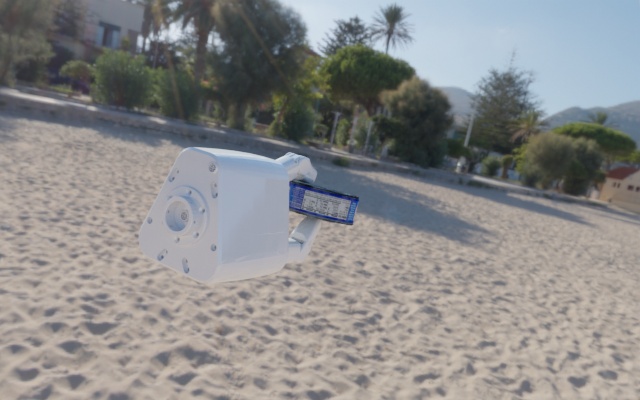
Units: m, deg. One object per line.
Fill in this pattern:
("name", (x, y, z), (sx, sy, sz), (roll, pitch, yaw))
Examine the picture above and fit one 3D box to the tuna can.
("tuna can", (0.000, 0.001, 0.546), (0.086, 0.034, 0.086), (14, 2, -1))
